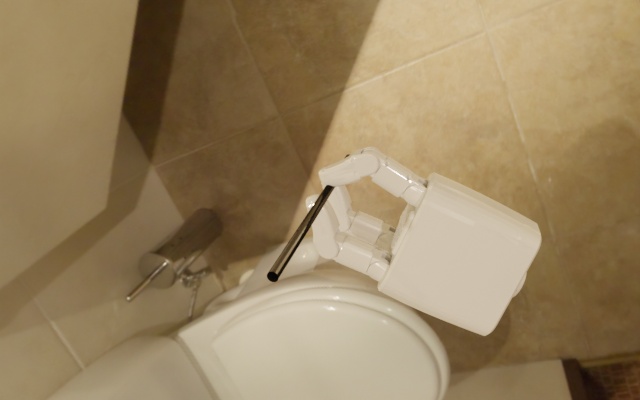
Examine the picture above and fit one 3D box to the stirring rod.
[{"bbox_3d":[0.000,0.001,0.412,0.011,0.011,0.239,0,23,16],"label":"stirring rod"}]
